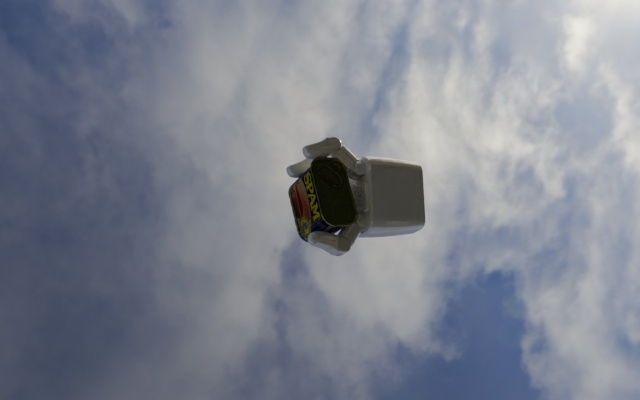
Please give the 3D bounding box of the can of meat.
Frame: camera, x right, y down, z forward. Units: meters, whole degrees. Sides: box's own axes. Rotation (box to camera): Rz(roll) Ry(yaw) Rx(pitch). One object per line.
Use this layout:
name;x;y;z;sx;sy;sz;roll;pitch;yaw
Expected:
can of meat;0.000;0.002;0.681;0.057;0.102;0.084;-2;-21;-31
